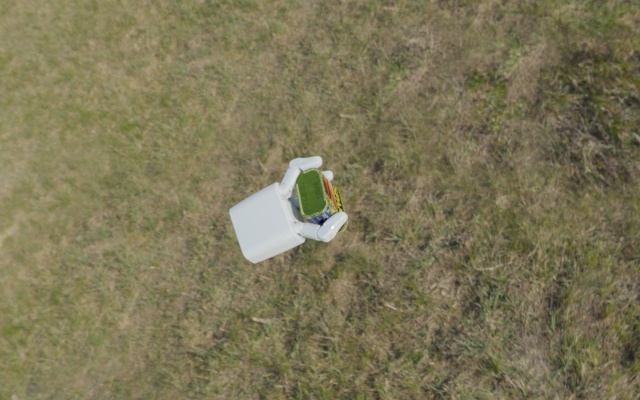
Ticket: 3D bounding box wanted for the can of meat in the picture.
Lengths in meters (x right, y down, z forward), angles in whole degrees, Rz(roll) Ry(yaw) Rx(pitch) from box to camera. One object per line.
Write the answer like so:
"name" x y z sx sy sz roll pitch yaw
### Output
"can of meat" 0.000 0.003 0.852 0.057 0.102 0.084 -23 -35 16
